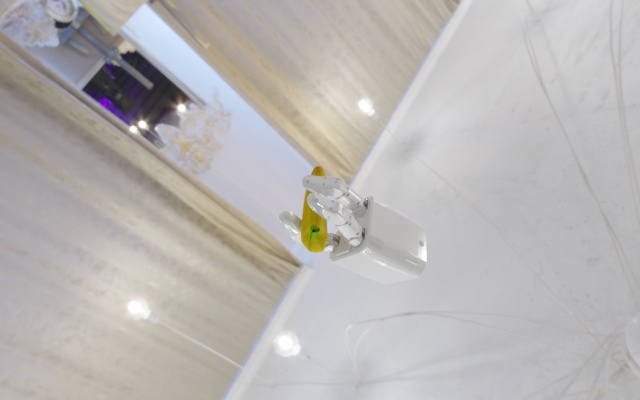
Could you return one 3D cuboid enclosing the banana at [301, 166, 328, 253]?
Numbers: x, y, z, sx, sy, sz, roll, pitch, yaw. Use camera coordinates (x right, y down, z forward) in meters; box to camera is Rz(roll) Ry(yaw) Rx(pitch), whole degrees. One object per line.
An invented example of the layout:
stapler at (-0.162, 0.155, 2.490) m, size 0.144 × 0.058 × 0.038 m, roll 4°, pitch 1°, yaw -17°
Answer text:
banana at (-0.005, 0.020, 0.694) m, size 0.037 × 0.070 × 0.197 m, roll 15°, pitch 27°, yaw -9°
